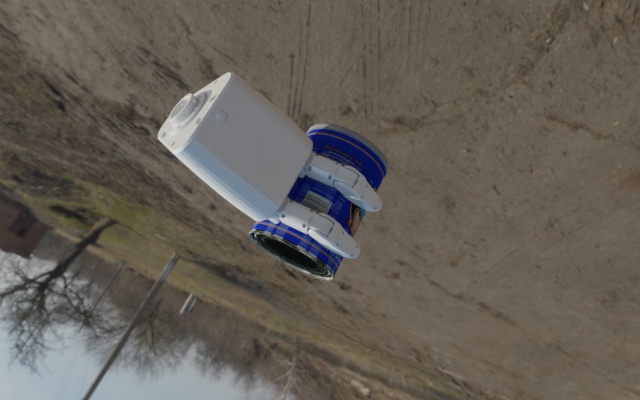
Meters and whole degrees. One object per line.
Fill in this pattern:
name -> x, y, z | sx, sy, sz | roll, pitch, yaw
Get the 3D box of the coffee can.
coffee can -> 0.000, 0.002, 0.527 | 0.103, 0.140, 0.103 | 25, -19, 9
